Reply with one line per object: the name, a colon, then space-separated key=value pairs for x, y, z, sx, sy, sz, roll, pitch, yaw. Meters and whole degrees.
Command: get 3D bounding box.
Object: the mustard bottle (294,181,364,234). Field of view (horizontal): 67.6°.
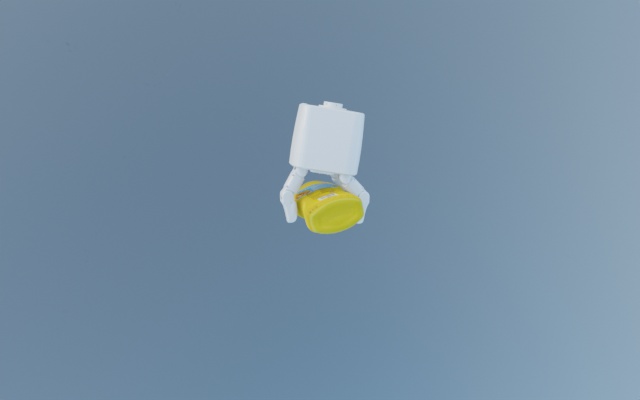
mustard bottle: x=0.000 y=0.003 z=0.857 sx=0.096 sy=0.058 sz=0.191 roll=-19 pitch=19 yaw=-12
